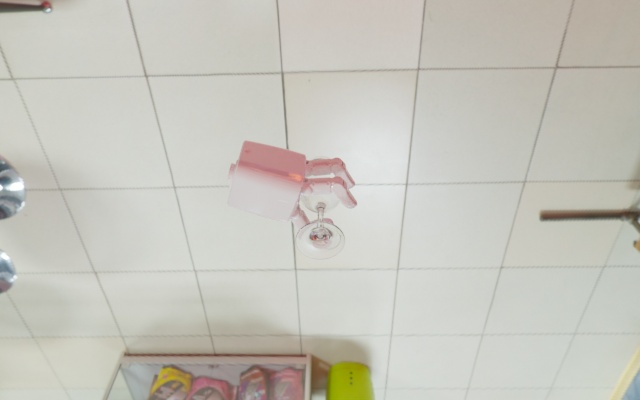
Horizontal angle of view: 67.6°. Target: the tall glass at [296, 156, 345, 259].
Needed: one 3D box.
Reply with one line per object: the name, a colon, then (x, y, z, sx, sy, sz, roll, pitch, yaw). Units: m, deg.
tall glass: (0.000, 0.003, 0.793, 0.079, 0.079, 0.201, 0, 36, 1)
